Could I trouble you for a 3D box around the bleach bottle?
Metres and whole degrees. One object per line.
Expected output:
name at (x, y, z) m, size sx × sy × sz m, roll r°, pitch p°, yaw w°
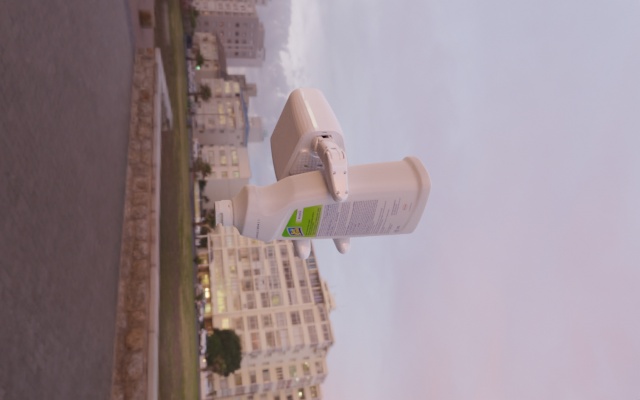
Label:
bleach bottle at (0.000, 0.002, 0.577) m, size 0.251 × 0.103 × 0.068 m, roll -3°, pitch 42°, yaw -15°
